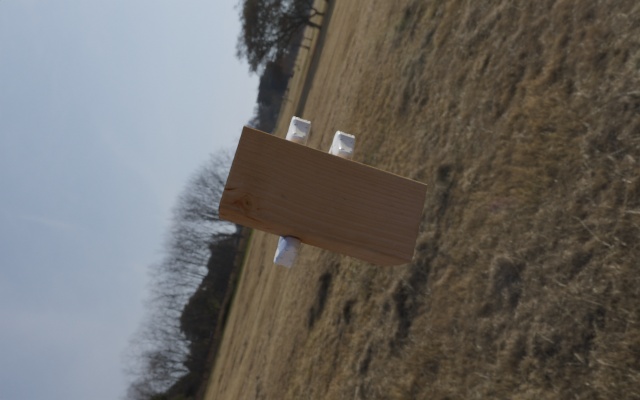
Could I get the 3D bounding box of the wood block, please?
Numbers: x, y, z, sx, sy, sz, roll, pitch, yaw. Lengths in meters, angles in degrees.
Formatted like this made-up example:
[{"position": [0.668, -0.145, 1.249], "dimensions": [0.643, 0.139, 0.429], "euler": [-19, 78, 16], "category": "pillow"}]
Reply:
[{"position": [0.000, 0.002, 0.532], "dimensions": [0.206, 0.090, 0.090], "euler": [17, -13, -8], "category": "wood block"}]
